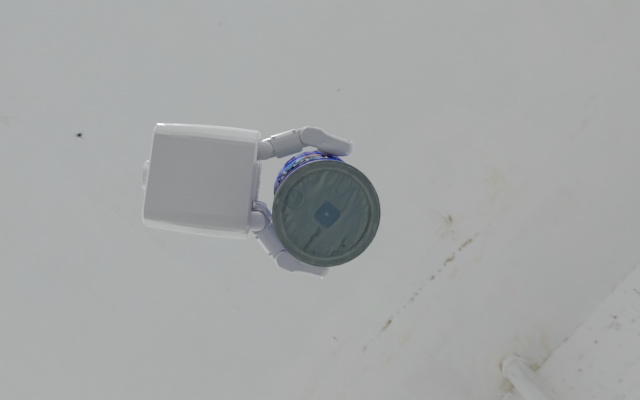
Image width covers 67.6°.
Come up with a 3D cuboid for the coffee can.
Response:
[{"bbox_3d":[0.000,0.002,0.513,0.103,0.103,0.140,0,10,-5],"label":"coffee can"}]
